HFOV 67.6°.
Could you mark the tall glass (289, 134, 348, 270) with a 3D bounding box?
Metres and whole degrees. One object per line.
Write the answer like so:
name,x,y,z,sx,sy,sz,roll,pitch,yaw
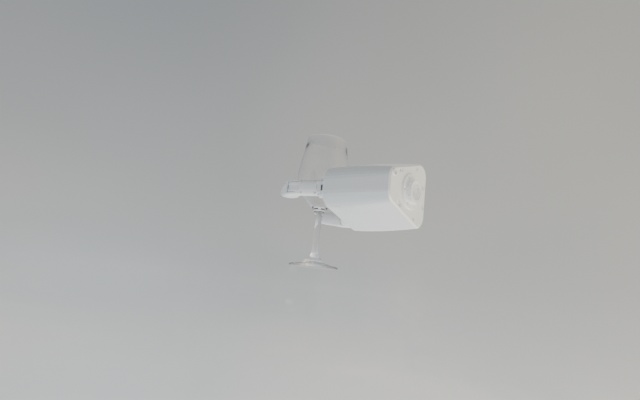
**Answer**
tall glass,0.000,0.003,0.734,0.079,0.201,0.079,6,-10,1
